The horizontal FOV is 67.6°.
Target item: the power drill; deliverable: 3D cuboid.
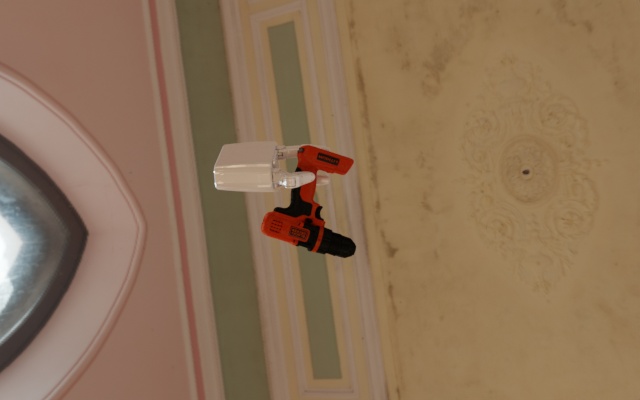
[{"bbox_3d":[0.000,0.002,0.892,0.184,0.187,0.057,18,-4,-12],"label":"power drill"}]
